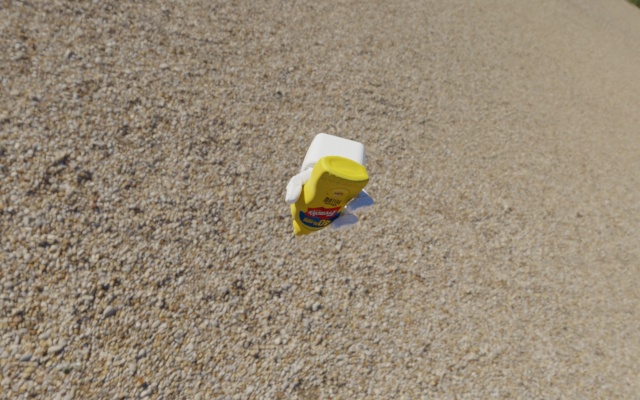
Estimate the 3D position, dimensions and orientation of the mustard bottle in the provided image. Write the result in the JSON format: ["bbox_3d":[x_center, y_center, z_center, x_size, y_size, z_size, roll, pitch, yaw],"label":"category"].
[{"bbox_3d":[0.000,0.003,0.867,0.096,0.058,0.192,9,-43,-30],"label":"mustard bottle"}]
